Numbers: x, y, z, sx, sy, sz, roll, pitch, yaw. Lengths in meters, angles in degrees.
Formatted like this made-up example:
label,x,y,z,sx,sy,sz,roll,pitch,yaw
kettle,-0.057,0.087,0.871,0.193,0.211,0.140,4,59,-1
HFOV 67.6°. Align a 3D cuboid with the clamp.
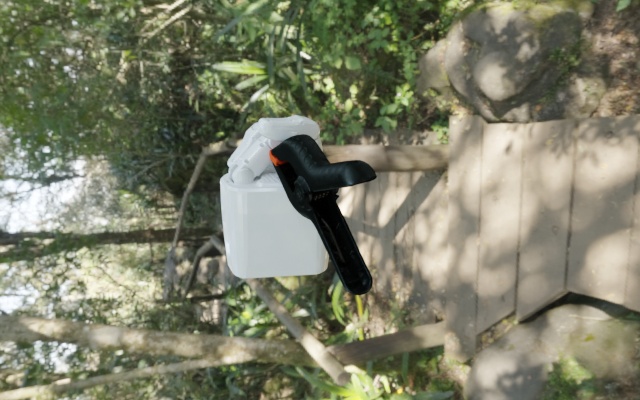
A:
label,x,y,z,sx,sy,sz,roll,pitch,yaw
clamp,-0.001,0.001,0.419,0.039,0.120,0.171,-10,26,-21
